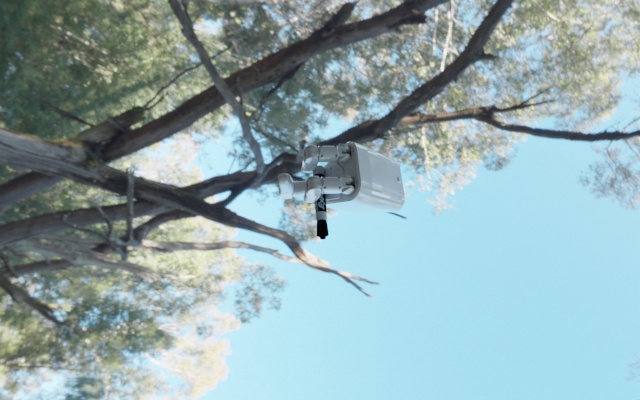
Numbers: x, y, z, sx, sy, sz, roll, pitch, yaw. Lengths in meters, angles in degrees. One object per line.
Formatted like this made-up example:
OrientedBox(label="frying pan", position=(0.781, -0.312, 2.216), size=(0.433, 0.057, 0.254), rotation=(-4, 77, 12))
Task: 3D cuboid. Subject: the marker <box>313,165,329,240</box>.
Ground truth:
OrientedBox(label="marker", position=(0.000, 0.002, 0.743), size=(0.020, 0.121, 0.020), rotation=(-3, -24, -1))
